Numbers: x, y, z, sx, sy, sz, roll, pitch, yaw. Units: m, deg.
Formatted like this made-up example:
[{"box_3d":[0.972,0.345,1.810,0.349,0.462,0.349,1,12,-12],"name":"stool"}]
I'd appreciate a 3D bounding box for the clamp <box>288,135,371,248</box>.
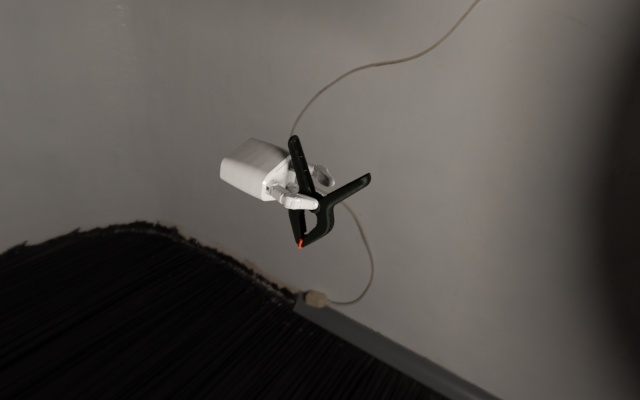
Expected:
[{"box_3d":[-0.001,0.003,0.862,0.164,0.210,0.036,23,31,22],"name":"clamp"}]
